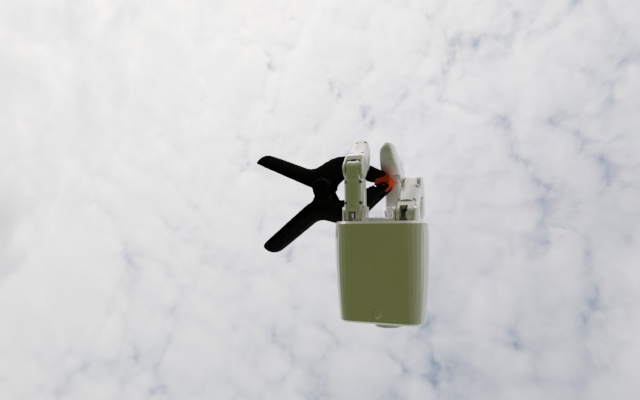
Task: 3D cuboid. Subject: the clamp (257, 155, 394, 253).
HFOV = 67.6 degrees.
[{"bbox_3d":[0.000,0.002,0.564,0.171,0.120,0.039,-2,-4,22],"label":"clamp"}]
